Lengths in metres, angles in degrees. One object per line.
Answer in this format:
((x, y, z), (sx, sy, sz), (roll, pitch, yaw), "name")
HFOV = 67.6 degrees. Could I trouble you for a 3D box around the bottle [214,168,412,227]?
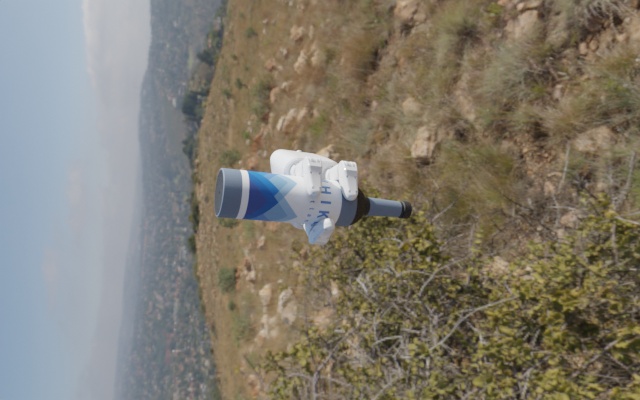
((0.000, 0.002, 0.693), (0.296, 0.069, 0.069), (5, -2, -22), "bottle")
